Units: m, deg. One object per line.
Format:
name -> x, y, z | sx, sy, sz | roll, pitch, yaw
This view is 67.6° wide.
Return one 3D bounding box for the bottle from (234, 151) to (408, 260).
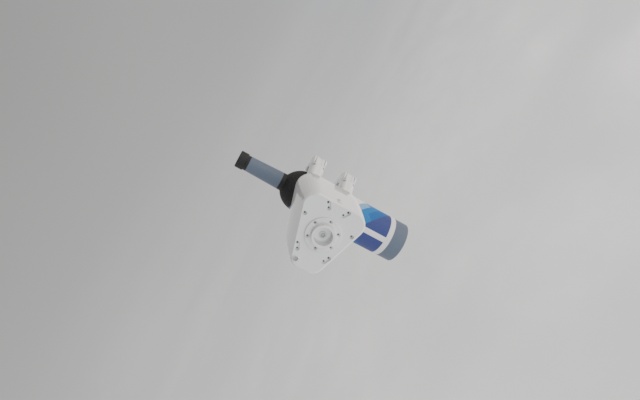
bottle -> 0.000, 0.003, 0.768 | 0.296, 0.069, 0.069 | 28, -6, -12
